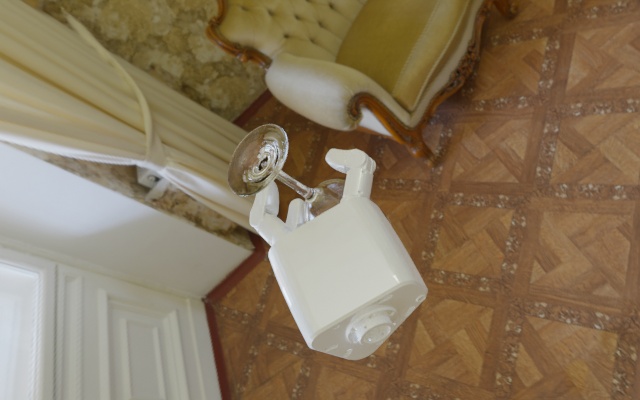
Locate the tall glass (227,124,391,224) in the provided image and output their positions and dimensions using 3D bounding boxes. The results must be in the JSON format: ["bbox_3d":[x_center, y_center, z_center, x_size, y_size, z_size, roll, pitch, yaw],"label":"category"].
[{"bbox_3d":[0.000,0.001,0.507,0.079,0.079,0.201,0,-23,40],"label":"tall glass"}]
